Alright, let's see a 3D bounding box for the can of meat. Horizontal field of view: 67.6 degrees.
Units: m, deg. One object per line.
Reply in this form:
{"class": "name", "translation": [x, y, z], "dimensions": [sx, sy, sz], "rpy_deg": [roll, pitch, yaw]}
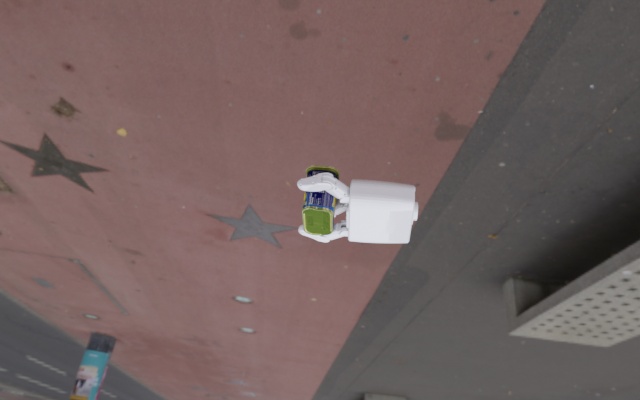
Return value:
{"class": "can of meat", "translation": [0.000, 0.003, 0.821], "dimensions": [0.057, 0.084, 0.102], "rpy_deg": [5, -30, 4]}
